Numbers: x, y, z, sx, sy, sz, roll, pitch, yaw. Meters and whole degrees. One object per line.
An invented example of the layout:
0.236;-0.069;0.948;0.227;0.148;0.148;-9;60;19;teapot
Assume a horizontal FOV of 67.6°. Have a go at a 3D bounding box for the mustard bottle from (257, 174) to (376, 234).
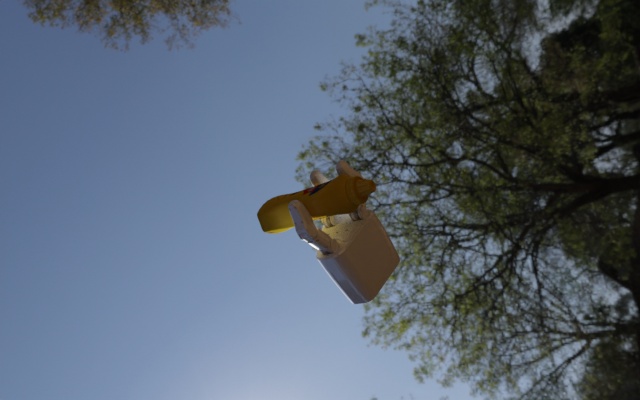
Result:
0.000;0.002;0.724;0.191;0.058;0.096;-17;5;37;mustard bottle
